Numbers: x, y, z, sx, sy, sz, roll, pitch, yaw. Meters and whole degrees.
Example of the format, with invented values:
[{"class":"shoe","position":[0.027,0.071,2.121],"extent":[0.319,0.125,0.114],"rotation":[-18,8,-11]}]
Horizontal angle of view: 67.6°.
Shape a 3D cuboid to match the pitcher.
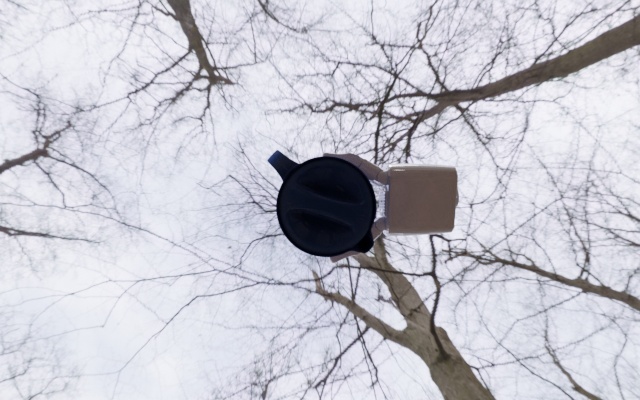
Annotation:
[{"class":"pitcher","position":[0.000,0.002,0.741],"extent":[0.145,0.149,0.243],"rotation":[-3,-1,-1]}]
